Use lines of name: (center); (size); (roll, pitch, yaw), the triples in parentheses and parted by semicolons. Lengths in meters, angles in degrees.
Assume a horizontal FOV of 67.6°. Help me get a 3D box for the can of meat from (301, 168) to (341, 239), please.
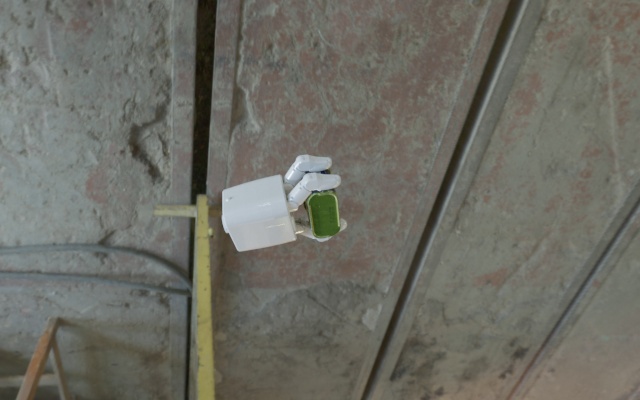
can of meat: (0.000, 0.003, 0.826); (0.057, 0.102, 0.084); (-11, 36, -4)
